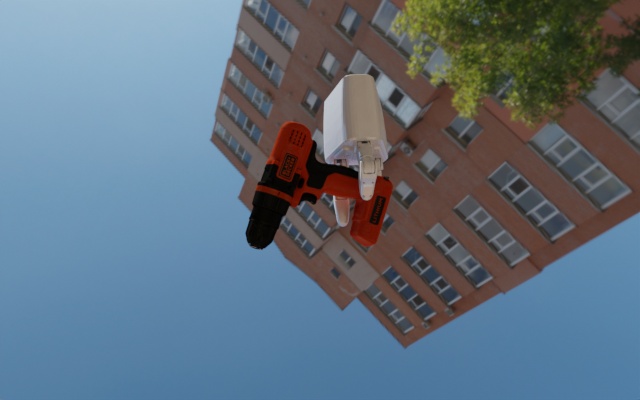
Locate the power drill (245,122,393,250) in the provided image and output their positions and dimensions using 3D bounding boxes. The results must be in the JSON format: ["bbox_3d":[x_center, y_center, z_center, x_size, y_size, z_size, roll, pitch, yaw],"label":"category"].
[{"bbox_3d":[0.001,0.002,0.680,0.188,0.184,0.057,22,-8,-20],"label":"power drill"}]
